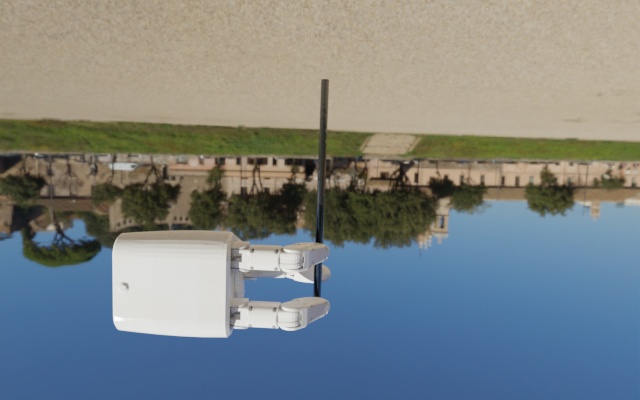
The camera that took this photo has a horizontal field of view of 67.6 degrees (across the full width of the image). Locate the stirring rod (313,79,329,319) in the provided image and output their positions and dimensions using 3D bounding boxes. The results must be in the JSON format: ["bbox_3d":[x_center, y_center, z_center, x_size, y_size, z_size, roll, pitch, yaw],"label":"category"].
[{"bbox_3d":[0.000,0.001,0.479,0.011,0.239,0.011,2,6,0],"label":"stirring rod"}]
